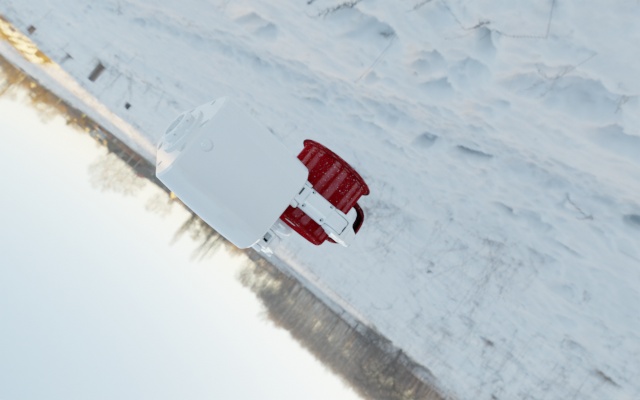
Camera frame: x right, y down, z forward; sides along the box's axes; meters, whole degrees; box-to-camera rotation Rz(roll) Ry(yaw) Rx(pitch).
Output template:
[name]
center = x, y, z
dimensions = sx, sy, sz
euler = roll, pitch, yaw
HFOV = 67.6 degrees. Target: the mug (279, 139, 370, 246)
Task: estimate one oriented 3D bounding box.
[mug]
center = 0.001, 0.003, 0.523
dimensions = 0.117, 0.081, 0.093
euler = 44, -10, -28
